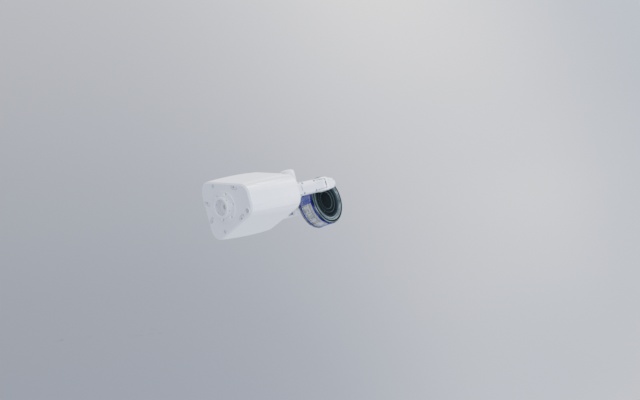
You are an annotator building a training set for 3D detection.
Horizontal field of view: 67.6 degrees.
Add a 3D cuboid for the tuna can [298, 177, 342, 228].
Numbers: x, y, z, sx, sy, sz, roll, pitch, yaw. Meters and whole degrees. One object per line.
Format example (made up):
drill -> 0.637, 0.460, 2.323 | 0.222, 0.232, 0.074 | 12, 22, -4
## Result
tuna can -> 0.001, 0.003, 0.834 | 0.034, 0.086, 0.086 | -20, -12, 36
